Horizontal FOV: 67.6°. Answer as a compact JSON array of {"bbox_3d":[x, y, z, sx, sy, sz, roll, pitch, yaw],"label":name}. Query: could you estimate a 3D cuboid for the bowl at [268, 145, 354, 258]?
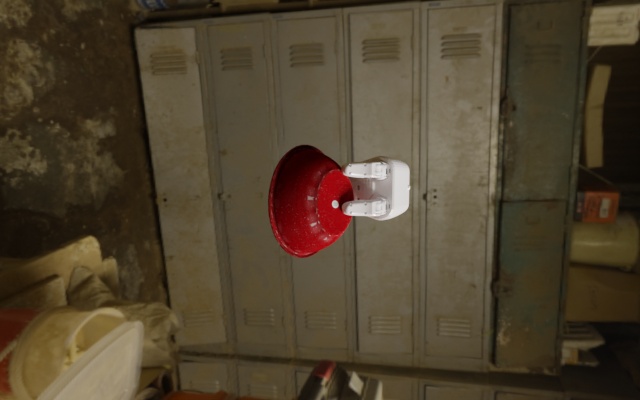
[{"bbox_3d":[0.000,0.003,0.666,0.055,0.162,0.162,3,1,37],"label":"bowl"}]
